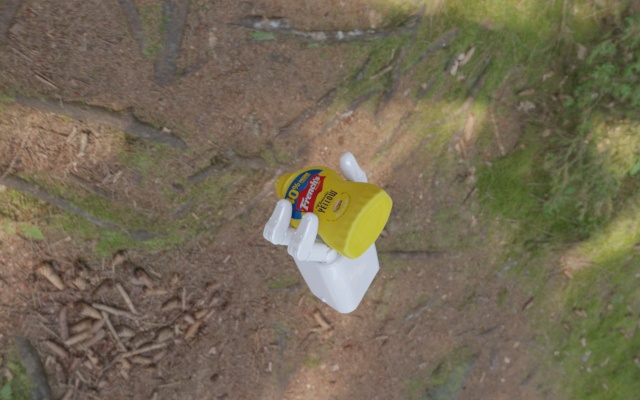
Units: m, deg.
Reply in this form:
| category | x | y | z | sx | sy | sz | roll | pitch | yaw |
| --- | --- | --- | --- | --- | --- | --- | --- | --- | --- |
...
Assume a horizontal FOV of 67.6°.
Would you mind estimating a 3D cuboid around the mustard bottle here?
| category | x | y | z | sx | sy | sz | roll | pitch | yaw |
| --- | --- | --- | --- | --- | --- | --- | --- | --- | --- |
| mustard bottle | 0.000 | 0.002 | 0.654 | 0.191 | 0.096 | 0.058 | 25 | -10 | 44 |
